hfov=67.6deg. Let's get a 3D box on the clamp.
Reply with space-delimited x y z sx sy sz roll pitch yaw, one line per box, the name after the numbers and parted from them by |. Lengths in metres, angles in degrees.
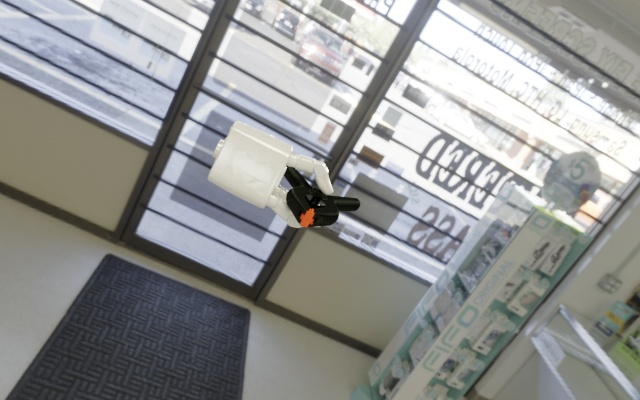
0.000 0.002 0.829 0.164 0.036 0.210 25 18 -8 | clamp
